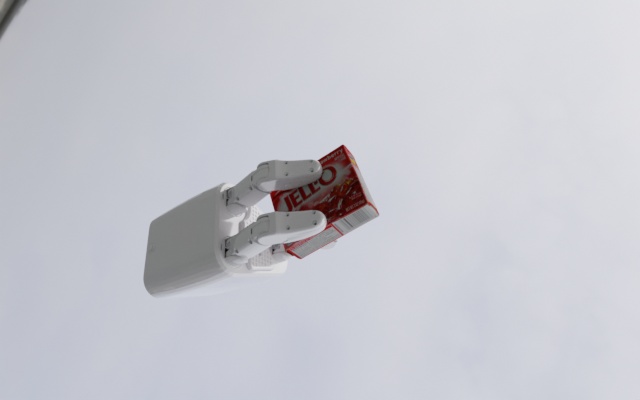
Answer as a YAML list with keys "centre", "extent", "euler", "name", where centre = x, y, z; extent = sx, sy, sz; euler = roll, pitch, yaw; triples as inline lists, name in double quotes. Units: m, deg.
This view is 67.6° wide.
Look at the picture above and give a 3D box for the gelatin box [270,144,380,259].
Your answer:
- centre: [0.001, 0.001, 0.441]
  extent: [0.089, 0.073, 0.030]
  euler: [-30, -38, 14]
  name: "gelatin box"
